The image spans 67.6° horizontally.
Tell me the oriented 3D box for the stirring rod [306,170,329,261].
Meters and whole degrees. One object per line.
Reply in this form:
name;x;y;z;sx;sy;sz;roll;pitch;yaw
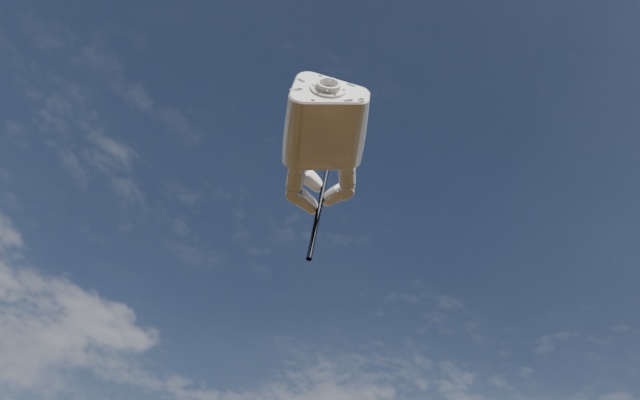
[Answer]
stirring rod;0.000;0.002;0.732;0.011;0.011;0.239;0;39;10
